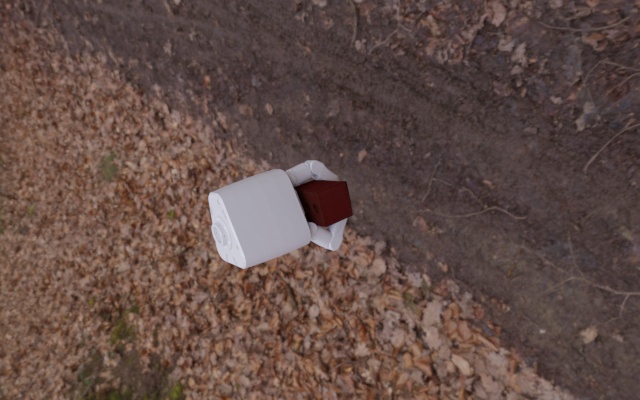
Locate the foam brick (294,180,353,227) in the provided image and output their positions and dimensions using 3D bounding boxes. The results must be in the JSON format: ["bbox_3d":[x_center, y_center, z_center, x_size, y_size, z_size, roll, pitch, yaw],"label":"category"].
[{"bbox_3d":[0.000,0.002,0.687,0.051,0.053,0.078,-22,16,-31],"label":"foam brick"}]
